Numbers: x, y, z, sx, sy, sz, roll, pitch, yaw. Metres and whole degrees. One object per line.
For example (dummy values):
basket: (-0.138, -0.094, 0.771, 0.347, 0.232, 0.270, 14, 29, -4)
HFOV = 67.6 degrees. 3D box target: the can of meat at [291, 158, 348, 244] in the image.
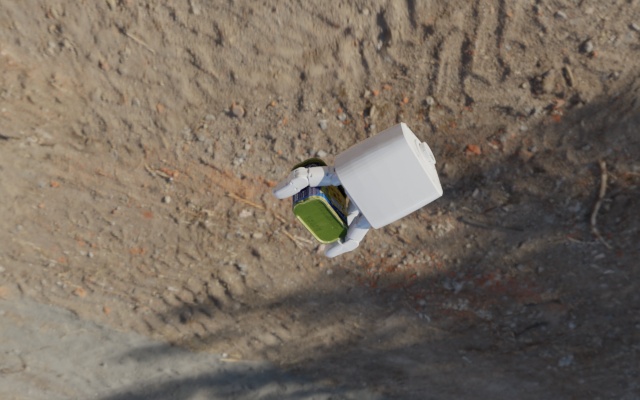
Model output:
can of meat: (0.000, 0.003, 0.705, 0.057, 0.083, 0.102, -25, -50, 20)
